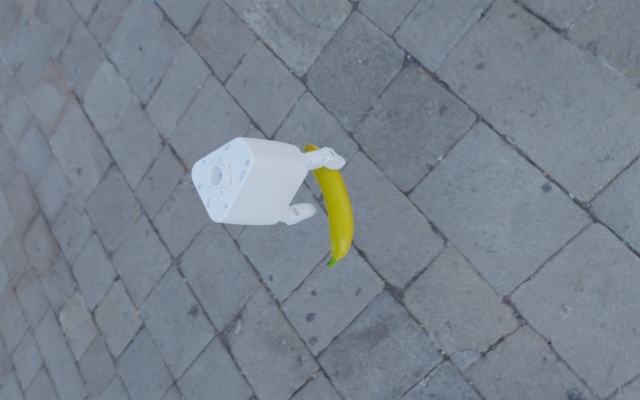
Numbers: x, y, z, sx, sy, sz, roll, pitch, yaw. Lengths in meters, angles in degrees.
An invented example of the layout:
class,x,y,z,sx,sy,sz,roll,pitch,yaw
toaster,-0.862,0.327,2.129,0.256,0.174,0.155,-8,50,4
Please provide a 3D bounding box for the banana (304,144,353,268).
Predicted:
class,x,y,z,sx,sy,sz,roll,pitch,yaw
banana,0.015,0.002,0.729,0.069,0.198,0.037,-15,-8,38
